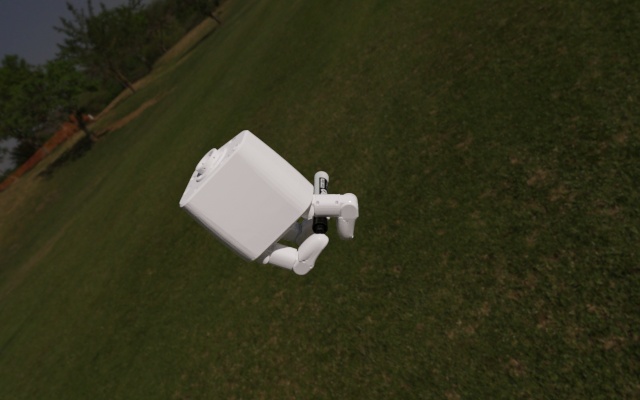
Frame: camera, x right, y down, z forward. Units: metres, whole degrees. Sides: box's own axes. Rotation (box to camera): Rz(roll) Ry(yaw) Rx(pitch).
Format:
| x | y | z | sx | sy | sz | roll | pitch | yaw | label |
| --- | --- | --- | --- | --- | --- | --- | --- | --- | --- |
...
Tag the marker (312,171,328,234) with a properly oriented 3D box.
| x | y | z | sx | sy | sz | roll | pitch | yaw | label |
| --- | --- | --- | --- | --- | --- | --- | --- | --- | --- |
| 0.000 | 0.002 | 0.598 | 0.020 | 0.020 | 0.121 | 0 | 34 | 1 | marker |
